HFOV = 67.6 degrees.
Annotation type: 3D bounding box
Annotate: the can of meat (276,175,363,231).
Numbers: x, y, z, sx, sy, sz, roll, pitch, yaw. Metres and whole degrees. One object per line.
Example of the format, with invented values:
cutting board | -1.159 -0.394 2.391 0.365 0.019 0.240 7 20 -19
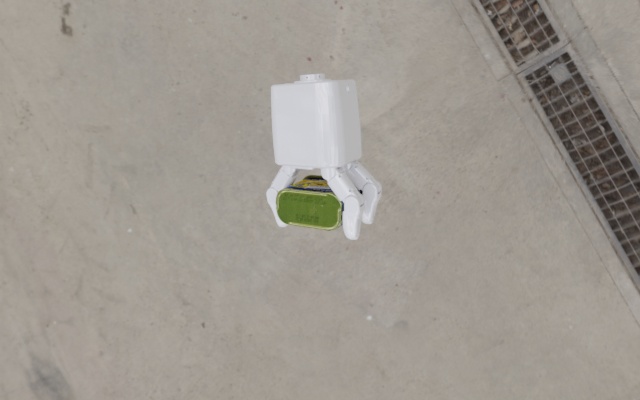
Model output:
can of meat | 0.000 0.002 0.660 0.102 0.057 0.084 6 16 24
